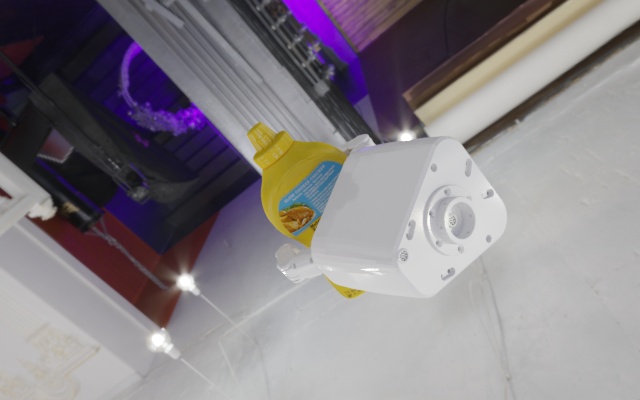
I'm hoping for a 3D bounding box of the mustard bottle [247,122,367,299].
[{"bbox_3d":[0.000,0.002,0.463,0.096,0.192,0.058,-42,19,0],"label":"mustard bottle"}]
